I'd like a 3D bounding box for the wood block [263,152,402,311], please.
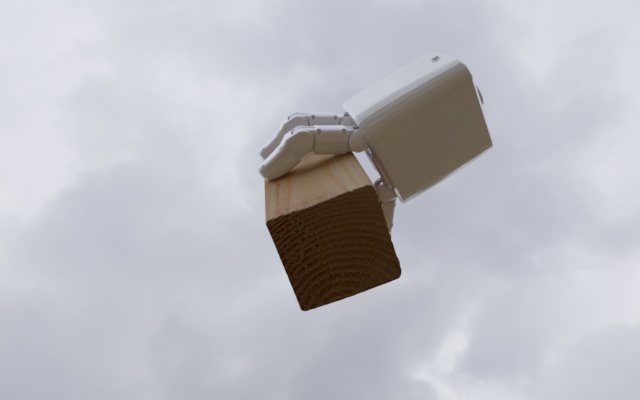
[{"bbox_3d":[0.001,0.002,0.467,0.090,0.091,0.206,-20,23,1],"label":"wood block"}]
